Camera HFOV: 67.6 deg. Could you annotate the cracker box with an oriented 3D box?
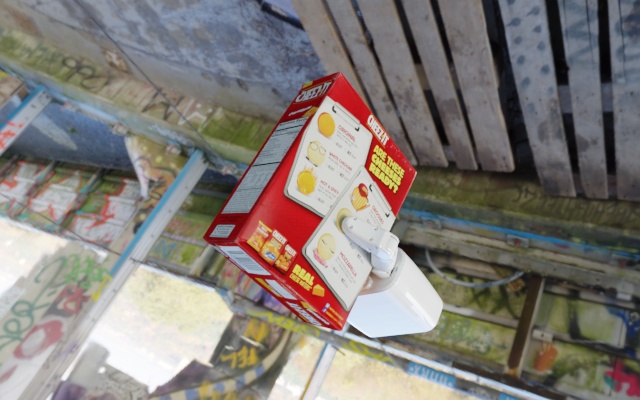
[{"bbox_3d":[0.000,0.002,0.507,0.072,0.213,0.164,-2,-39,47],"label":"cracker box"}]
